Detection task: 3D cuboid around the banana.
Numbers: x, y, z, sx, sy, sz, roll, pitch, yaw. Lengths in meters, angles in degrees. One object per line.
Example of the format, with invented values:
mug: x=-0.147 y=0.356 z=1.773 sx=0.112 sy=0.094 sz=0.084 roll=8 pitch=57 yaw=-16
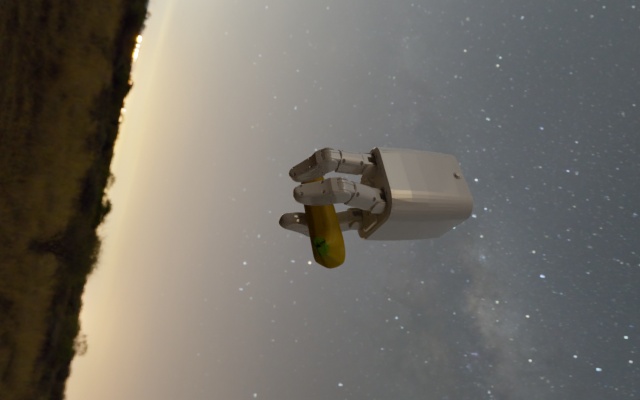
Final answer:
banana: x=0.002 y=0.020 z=0.546 sx=0.037 sy=0.070 sz=0.197 roll=-8 pitch=29 yaw=-3
